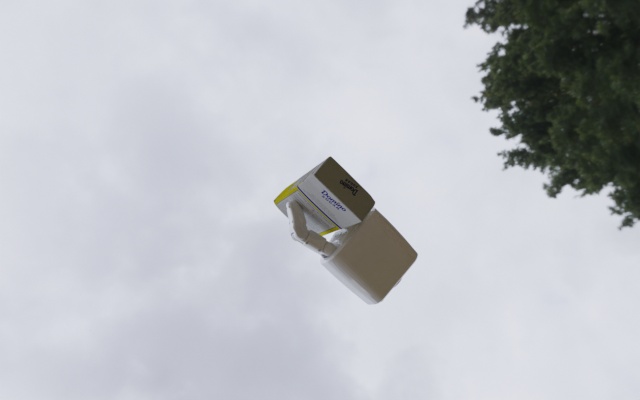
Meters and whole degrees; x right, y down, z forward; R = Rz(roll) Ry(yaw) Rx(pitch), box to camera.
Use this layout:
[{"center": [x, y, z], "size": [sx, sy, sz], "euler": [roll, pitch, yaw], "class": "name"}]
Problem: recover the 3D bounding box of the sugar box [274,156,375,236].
[{"center": [0.000, 0.002, 0.708], "size": [0.093, 0.048, 0.176], "euler": [44, -28, -9], "class": "sugar box"}]
